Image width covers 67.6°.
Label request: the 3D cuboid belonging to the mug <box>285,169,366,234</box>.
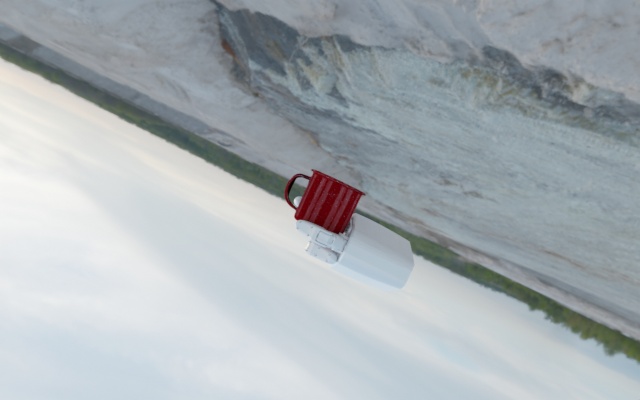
[{"bbox_3d":[-0.001,0.002,0.734,0.117,0.081,0.093,25,1,-1],"label":"mug"}]
